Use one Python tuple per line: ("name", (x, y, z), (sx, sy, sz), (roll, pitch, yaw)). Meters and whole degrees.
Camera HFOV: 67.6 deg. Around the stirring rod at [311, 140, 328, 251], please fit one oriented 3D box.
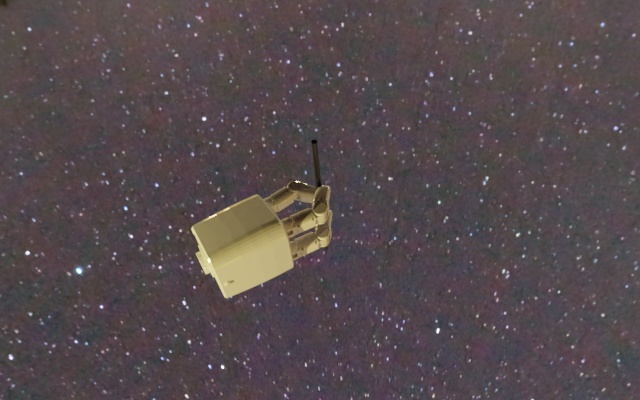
("stirring rod", (0.000, 0.002, 0.705), (0.011, 0.011, 0.240), (0, -40, 5))
